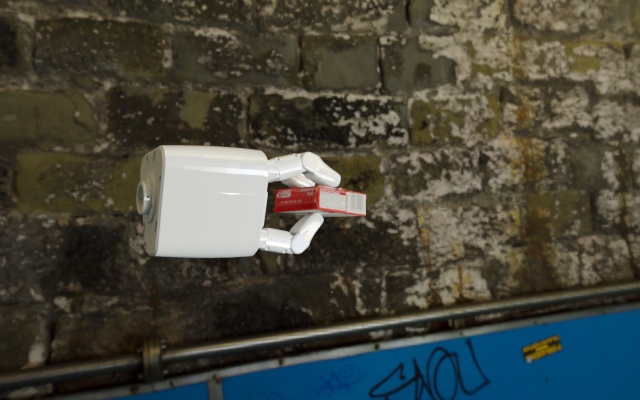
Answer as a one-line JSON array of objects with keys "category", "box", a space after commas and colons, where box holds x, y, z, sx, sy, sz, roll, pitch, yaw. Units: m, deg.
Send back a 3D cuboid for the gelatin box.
[{"category": "gelatin box", "box": [0.000, 0.002, 0.577, 0.073, 0.030, 0.089, -4, -9, 44]}]
